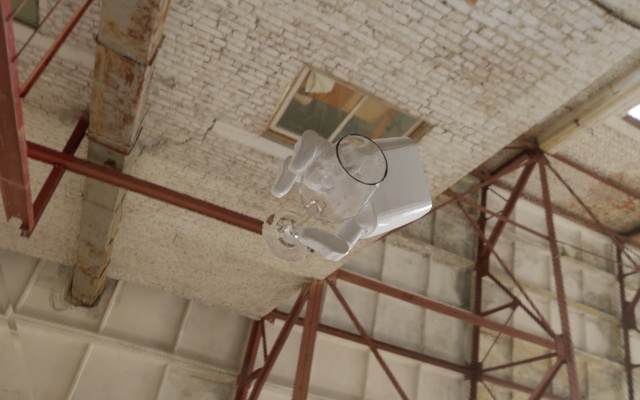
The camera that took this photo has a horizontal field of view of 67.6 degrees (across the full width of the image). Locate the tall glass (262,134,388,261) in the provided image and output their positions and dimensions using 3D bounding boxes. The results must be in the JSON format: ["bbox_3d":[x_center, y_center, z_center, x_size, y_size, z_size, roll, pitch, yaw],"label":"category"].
[{"bbox_3d":[0.000,0.002,0.567,0.079,0.079,0.201,0,-27,-29],"label":"tall glass"}]
